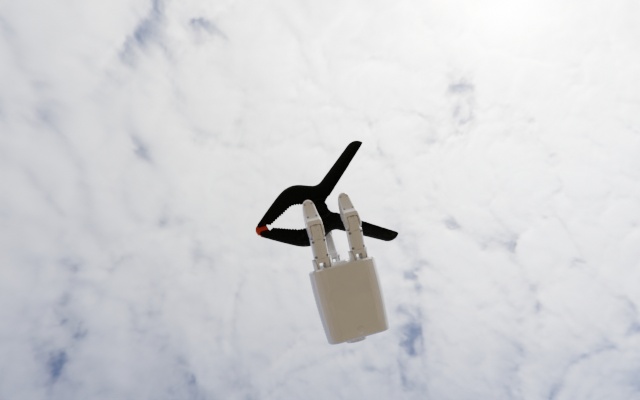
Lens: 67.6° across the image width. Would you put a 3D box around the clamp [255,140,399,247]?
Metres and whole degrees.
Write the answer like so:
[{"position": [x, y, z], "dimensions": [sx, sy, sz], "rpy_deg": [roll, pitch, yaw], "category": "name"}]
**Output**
[{"position": [0.000, 0.003, 0.725], "dimensions": [0.210, 0.164, 0.036], "rpy_deg": [-13, -9, -10], "category": "clamp"}]
